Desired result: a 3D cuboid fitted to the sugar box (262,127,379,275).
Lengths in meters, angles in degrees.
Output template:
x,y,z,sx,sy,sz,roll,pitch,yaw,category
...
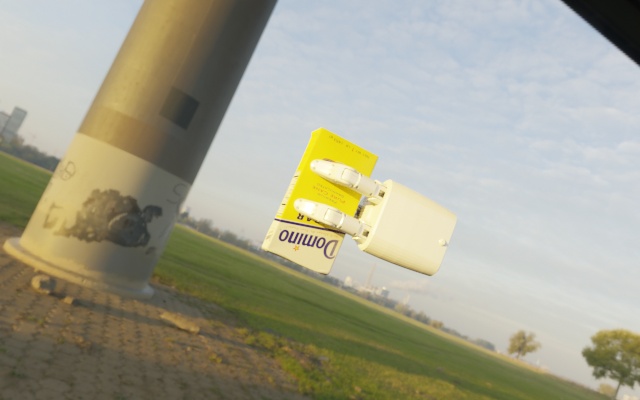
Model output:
x,y,z,sx,sy,sz,roll,pitch,yaw,category
0.000,0.002,0.639,0.093,0.176,0.048,24,-9,-15,sugar box
